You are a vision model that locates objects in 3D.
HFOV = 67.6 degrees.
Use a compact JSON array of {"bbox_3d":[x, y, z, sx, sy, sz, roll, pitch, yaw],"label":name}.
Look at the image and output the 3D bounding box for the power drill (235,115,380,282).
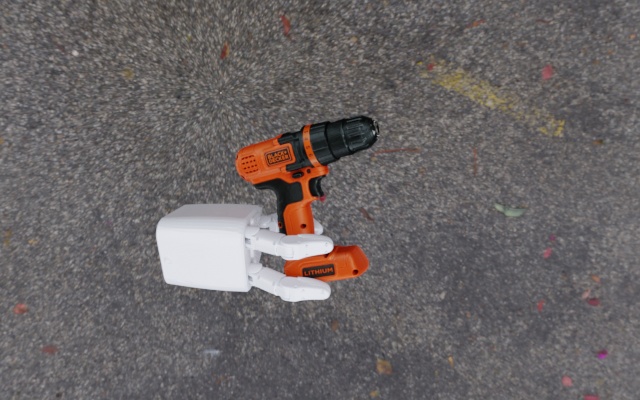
[{"bbox_3d":[0.000,0.002,0.581,0.184,0.187,0.057,-12,6,24],"label":"power drill"}]
